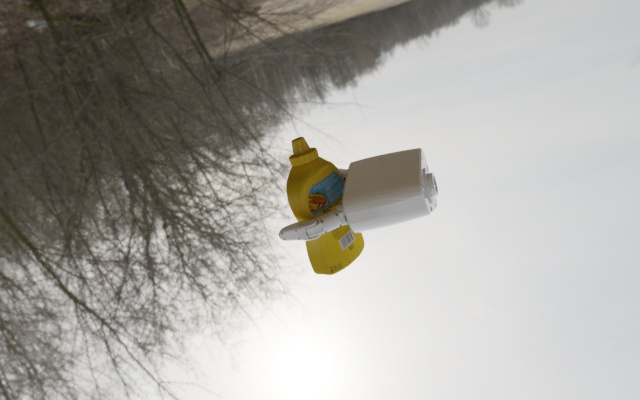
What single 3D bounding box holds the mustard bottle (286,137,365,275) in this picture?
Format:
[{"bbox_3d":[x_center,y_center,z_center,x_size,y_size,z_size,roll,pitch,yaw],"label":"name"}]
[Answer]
[{"bbox_3d":[0.000,0.002,0.675,0.058,0.192,0.096,-3,24,44],"label":"mustard bottle"}]
